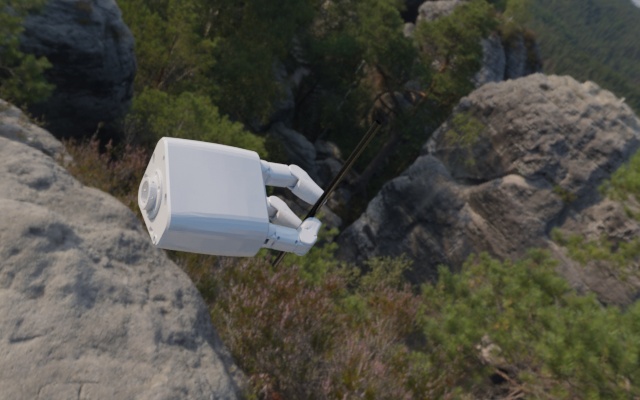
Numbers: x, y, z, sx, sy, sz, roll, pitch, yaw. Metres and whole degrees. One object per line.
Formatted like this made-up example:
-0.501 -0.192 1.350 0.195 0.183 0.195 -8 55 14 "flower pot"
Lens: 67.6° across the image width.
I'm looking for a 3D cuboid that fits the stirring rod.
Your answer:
0.000 0.002 0.555 0.011 0.011 0.240 0 -43 -43 "stirring rod"
